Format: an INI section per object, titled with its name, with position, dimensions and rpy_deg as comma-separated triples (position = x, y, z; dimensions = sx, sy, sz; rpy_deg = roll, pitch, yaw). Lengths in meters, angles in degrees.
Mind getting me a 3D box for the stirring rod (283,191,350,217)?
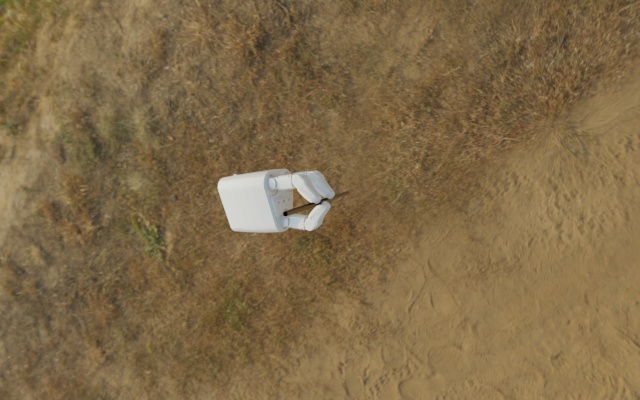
[stirring rod]
position = 0.000, 0.003, 0.815
dimensions = 0.011, 0.011, 0.239
rpy_deg = 0, 8, 26
